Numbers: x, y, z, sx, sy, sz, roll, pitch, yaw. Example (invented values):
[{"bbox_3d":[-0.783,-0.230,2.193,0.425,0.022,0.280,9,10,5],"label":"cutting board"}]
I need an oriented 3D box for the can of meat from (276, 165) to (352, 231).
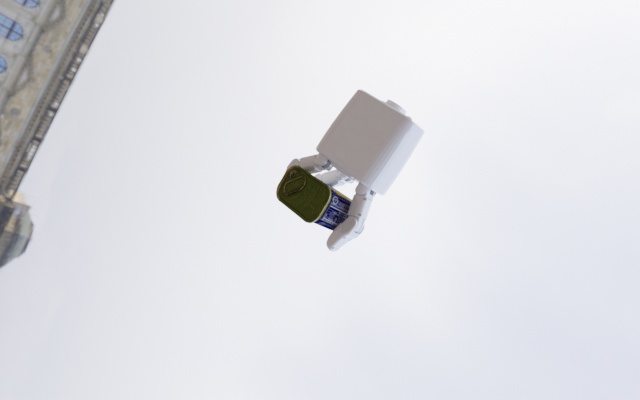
[{"bbox_3d":[0.000,0.002,0.678,0.084,0.057,0.102,26,7,-46],"label":"can of meat"}]
